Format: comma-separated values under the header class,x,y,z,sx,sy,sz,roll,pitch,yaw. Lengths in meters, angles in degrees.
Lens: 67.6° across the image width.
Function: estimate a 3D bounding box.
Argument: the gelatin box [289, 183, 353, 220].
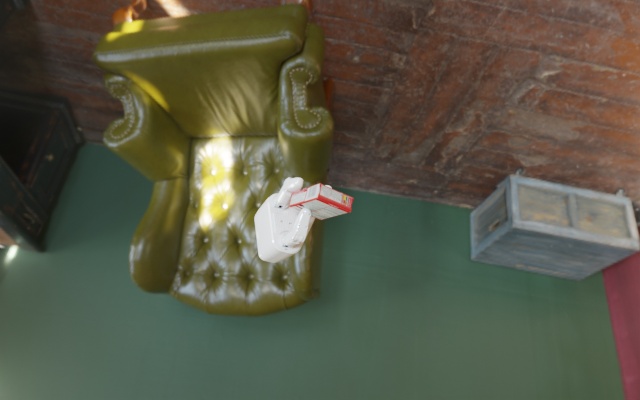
class,x,y,z,sx,sy,sz,roll,pitch,yaw
gelatin box,0.000,0.003,0.823,0.073,0.030,0.089,23,-23,-31
